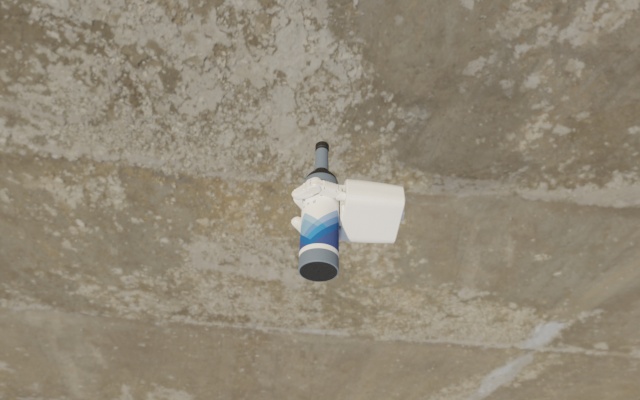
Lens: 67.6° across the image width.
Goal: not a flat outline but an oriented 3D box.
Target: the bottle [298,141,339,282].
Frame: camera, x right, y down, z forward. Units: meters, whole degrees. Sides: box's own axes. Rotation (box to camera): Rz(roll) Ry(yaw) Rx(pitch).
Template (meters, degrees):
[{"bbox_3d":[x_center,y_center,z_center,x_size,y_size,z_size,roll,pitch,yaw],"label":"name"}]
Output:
[{"bbox_3d":[0.000,0.003,0.869,0.069,0.295,0.069,1,-40,1],"label":"bottle"}]
